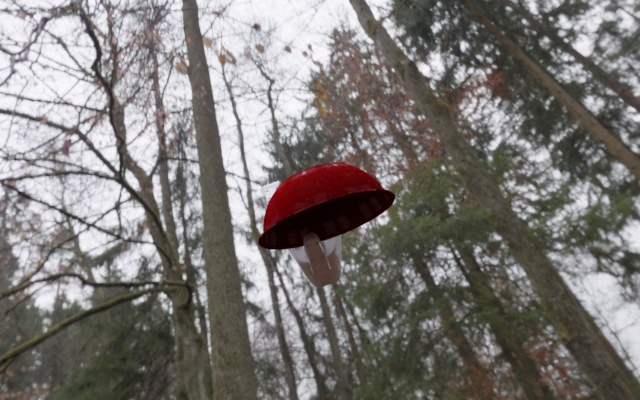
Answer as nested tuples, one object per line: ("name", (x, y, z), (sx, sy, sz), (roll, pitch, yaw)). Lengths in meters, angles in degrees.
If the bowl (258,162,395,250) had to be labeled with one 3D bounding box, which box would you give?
("bowl", (0.000, 0.001, 0.543), (0.162, 0.055, 0.162), (-18, -17, -5))
